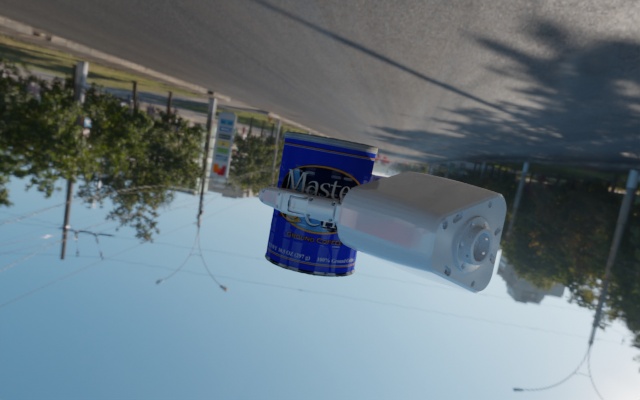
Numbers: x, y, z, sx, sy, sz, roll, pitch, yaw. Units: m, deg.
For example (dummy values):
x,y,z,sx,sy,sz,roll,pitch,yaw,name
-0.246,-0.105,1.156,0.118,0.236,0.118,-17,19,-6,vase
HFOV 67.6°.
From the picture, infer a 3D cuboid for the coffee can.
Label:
x,y,z,sx,sy,sz,roll,pitch,yaw,name
0.000,0.002,0.528,0.103,0.140,0.103,10,6,-1,coffee can
